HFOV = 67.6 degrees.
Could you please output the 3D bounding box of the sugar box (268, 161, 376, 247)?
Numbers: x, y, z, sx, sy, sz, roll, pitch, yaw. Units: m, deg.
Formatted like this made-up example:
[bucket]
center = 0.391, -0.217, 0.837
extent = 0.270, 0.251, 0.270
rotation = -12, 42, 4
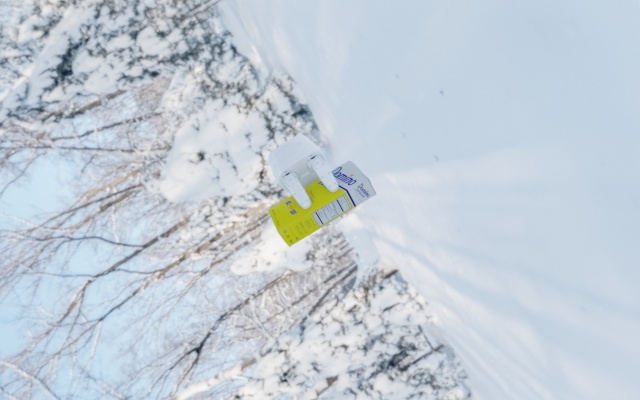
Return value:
[sugar box]
center = 0.000, 0.002, 0.832
extent = 0.176, 0.048, 0.093
rotation = -34, 30, -1
